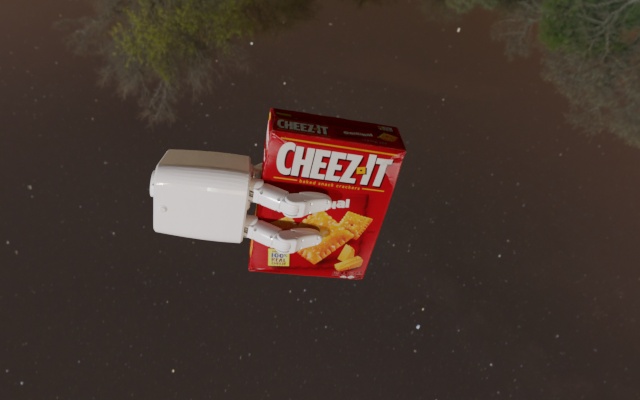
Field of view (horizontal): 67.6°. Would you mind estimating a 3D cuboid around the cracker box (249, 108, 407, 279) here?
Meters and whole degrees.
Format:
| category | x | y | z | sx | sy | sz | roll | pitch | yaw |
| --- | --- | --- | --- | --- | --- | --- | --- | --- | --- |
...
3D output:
| category | x | y | z | sx | sy | sz | roll | pitch | yaw |
| --- | --- | --- | --- | --- | --- | --- | --- | --- | --- |
| cracker box | 0.000 | 0.002 | 0.620 | 0.164 | 0.214 | 0.072 | 7 | 35 | -11 |
